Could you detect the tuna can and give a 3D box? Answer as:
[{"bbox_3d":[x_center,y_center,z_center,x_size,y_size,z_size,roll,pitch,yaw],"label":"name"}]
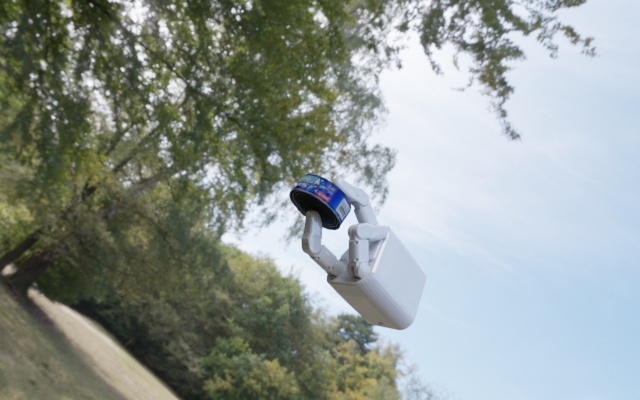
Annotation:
[{"bbox_3d":[0.000,0.002,0.670,0.086,0.033,0.086,30,-23,14],"label":"tuna can"}]
